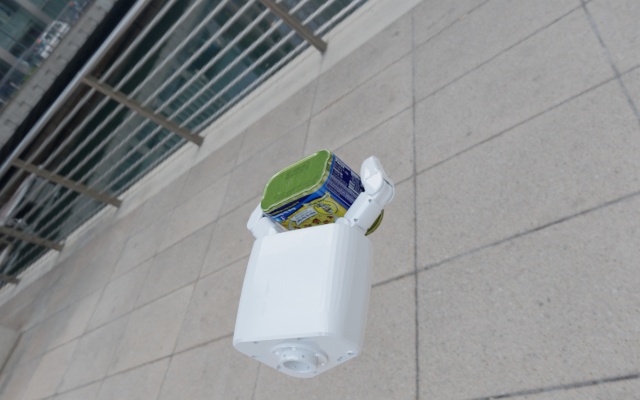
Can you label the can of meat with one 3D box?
[{"bbox_3d":[0.000,0.001,0.491,0.102,0.057,0.084,-24,-49,38],"label":"can of meat"}]
